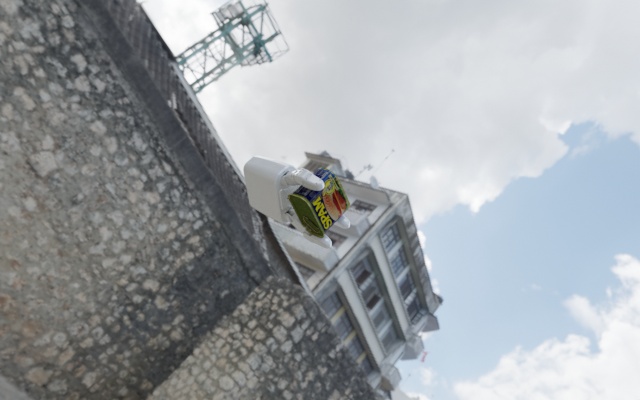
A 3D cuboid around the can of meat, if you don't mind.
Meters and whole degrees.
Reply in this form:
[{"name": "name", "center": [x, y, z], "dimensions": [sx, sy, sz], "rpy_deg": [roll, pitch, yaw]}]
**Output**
[{"name": "can of meat", "center": [0.000, 0.003, 0.873], "dimensions": [0.057, 0.102, 0.084], "rpy_deg": [18, 54, 44]}]
